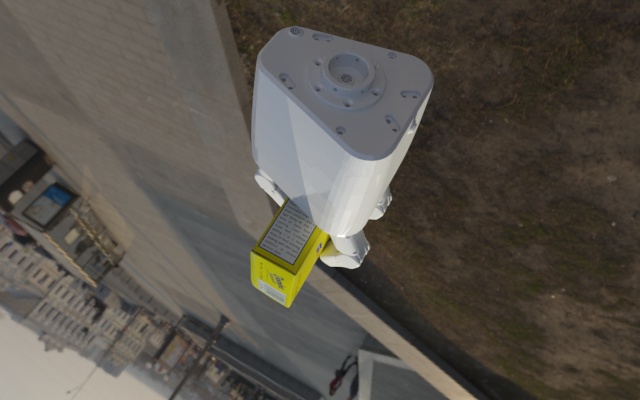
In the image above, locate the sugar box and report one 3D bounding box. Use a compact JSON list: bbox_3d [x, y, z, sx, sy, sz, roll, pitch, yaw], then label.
[{"bbox_3d":[0.001,0.002,0.432,0.048,0.176,0.093,30,-27,8],"label":"sugar box"}]
